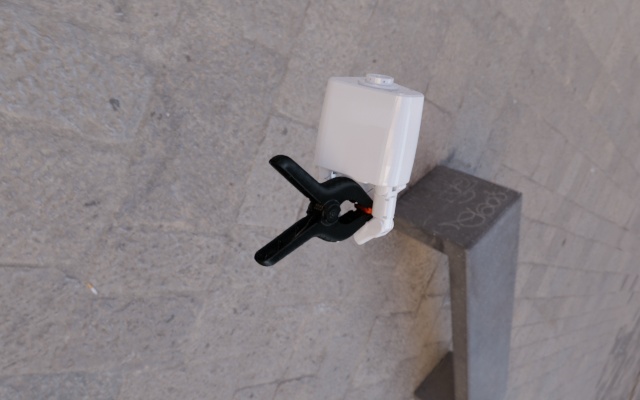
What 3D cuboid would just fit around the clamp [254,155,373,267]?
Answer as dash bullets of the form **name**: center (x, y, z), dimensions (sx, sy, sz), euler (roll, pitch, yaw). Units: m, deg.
- **clamp**: center (0.001, 0.002, 0.543), dimensions (0.171, 0.120, 0.039), euler (-13, 30, -41)
